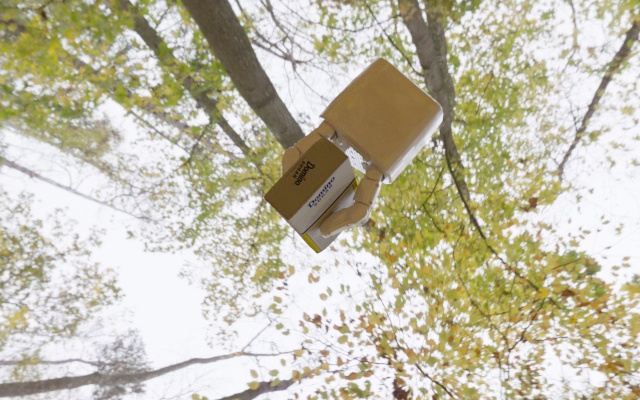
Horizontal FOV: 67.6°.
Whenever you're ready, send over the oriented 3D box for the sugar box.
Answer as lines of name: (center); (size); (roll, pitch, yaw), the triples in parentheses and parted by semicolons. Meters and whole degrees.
sugar box: (0.000, 0.001, 0.567); (0.048, 0.093, 0.176); (41, -7, 22)
